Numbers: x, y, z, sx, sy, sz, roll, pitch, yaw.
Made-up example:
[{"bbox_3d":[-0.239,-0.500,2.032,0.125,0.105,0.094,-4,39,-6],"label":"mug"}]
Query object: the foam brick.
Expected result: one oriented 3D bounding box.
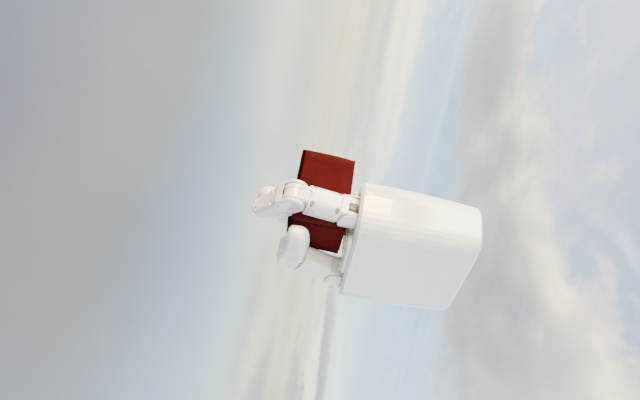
[{"bbox_3d":[0.000,0.001,0.451,0.051,0.078,0.053,10,-30,0],"label":"foam brick"}]
